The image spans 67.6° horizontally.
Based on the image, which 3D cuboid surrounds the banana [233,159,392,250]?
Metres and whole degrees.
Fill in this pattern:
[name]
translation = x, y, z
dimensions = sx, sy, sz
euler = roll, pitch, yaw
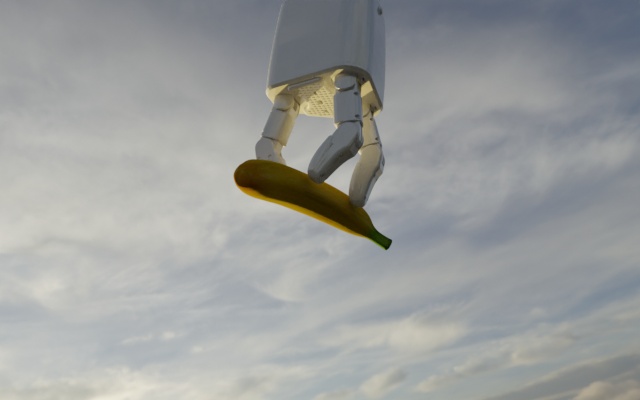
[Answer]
[banana]
translation = -0.010, -0.003, 0.428
dimensions = 0.198, 0.037, 0.069
euler = 23, 1, -44
